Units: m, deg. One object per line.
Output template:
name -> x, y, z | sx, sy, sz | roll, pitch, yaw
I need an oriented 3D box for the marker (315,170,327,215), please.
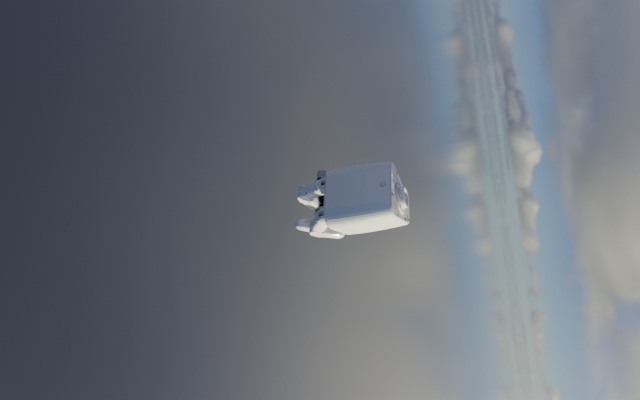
marker -> 0.000, 0.003, 0.835 | 0.020, 0.121, 0.020 | 3, -27, 1
